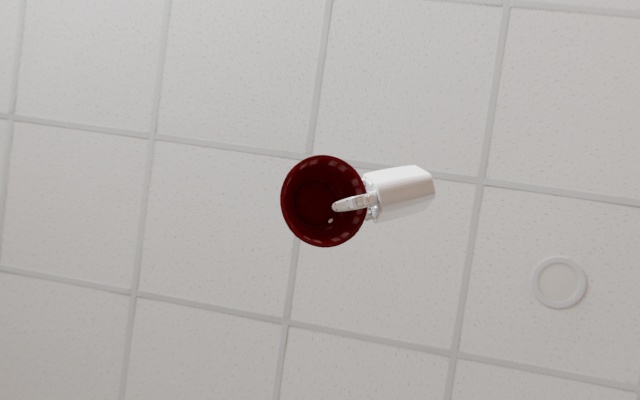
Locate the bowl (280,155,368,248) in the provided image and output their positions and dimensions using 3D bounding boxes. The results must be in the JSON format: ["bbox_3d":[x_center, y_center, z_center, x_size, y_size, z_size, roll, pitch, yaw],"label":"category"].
[{"bbox_3d":[-0.001,0.003,0.850,0.162,0.162,0.055,0,-4,-19],"label":"bowl"}]
